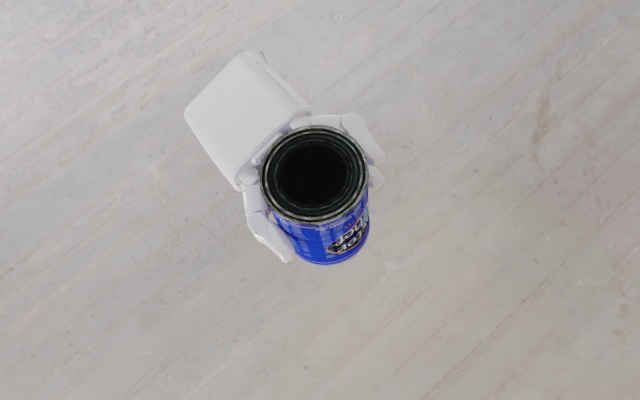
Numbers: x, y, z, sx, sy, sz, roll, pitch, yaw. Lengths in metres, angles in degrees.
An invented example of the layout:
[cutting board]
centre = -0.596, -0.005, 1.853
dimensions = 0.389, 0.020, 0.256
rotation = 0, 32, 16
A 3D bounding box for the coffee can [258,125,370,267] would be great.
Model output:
[coffee can]
centre = 0.000, 0.002, 0.500
dimensions = 0.103, 0.102, 0.140
rotation = 0, -23, 6
